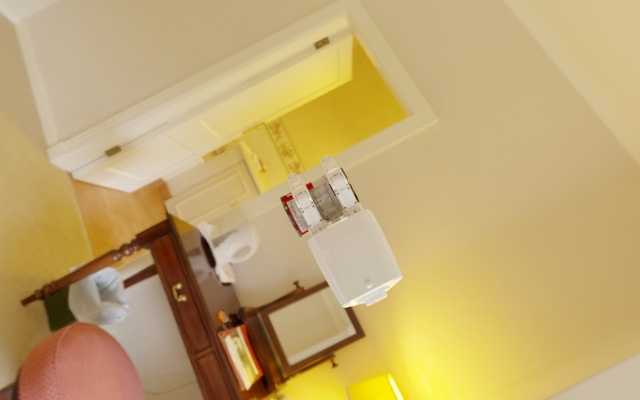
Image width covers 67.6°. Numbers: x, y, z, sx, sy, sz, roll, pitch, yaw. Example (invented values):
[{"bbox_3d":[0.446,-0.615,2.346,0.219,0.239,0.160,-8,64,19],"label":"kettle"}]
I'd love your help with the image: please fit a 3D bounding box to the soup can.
[{"bbox_3d":[0.000,0.002,0.709,0.102,0.068,0.068,-27,0,1],"label":"soup can"}]
